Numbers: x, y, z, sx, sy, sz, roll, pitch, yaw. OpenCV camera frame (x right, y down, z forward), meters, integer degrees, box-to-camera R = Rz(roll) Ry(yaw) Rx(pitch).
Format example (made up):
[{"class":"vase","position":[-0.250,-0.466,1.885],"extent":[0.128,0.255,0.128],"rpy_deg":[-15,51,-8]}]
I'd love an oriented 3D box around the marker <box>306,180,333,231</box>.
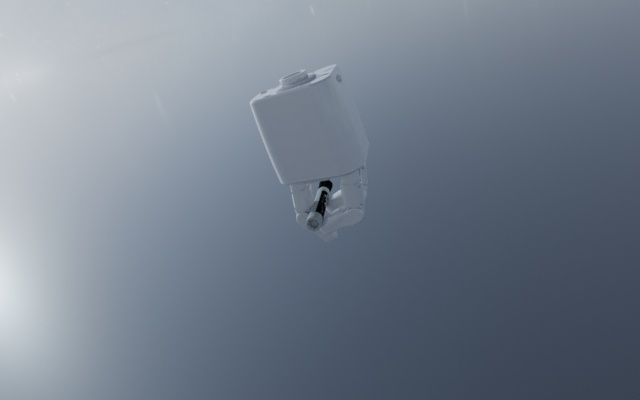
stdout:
[{"class":"marker","position":[0.000,0.002,0.614],"extent":[0.020,0.020,0.121],"rpy_deg":[0,26,9]}]
